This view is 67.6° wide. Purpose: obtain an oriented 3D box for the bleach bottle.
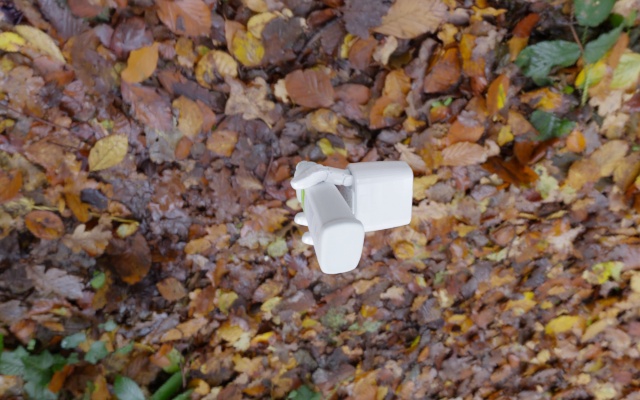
[{"bbox_3d":[0.000,0.003,0.802,0.068,0.103,0.250,-6,37,-14],"label":"bleach bottle"}]
